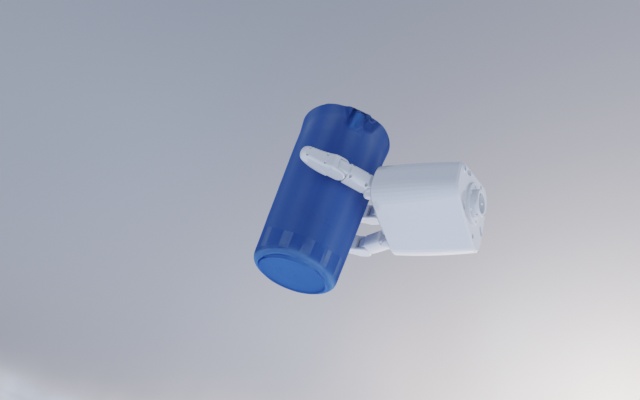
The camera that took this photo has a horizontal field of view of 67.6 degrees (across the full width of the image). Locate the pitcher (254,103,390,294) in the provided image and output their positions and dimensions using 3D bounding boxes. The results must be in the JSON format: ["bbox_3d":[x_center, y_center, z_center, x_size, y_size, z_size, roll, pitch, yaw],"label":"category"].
[{"bbox_3d":[0.000,0.002,0.651,0.145,0.242,0.149,-2,-39,32],"label":"pitcher"}]
